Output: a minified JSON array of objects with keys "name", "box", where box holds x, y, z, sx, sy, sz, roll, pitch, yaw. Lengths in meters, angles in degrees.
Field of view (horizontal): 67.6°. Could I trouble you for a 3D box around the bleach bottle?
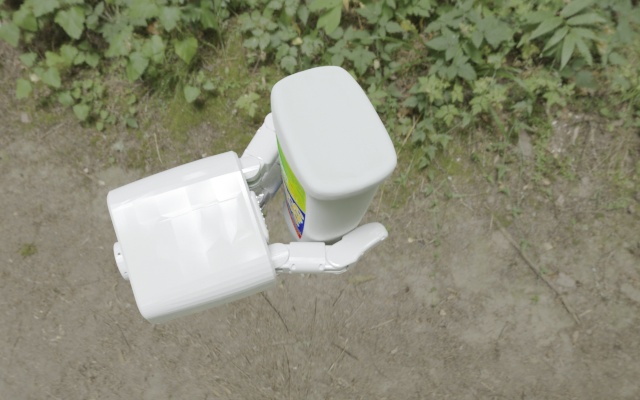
[{"name":"bleach bottle","box":[0.000,0.001,0.425,0.068,0.102,0.251,-19,-23,-12]}]
